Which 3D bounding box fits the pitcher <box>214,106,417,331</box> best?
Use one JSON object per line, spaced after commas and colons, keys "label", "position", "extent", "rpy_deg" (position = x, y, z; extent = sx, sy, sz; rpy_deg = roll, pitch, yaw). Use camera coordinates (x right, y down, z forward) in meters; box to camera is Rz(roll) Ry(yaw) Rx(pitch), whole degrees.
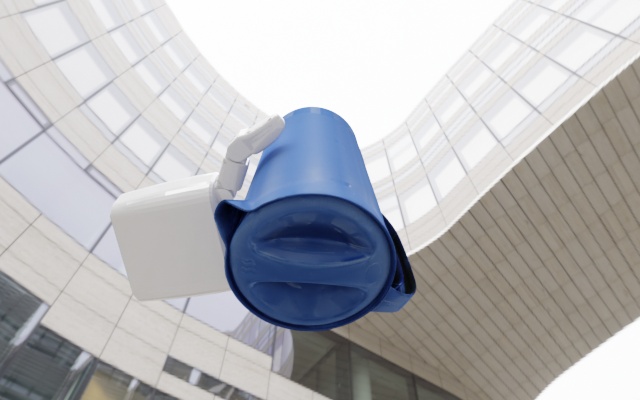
{"label": "pitcher", "position": [0.000, 0.002, 0.469], "extent": [0.145, 0.149, 0.242], "rpy_deg": [-12, 29, 7]}
